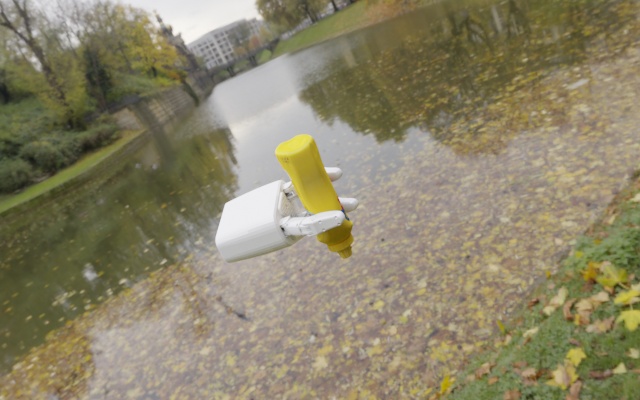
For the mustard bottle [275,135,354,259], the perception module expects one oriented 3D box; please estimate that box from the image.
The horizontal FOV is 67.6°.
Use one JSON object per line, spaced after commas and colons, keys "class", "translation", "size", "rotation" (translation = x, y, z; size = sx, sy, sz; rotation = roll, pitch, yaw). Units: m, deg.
{"class": "mustard bottle", "translation": [0.000, 0.002, 0.691], "size": [0.058, 0.192, 0.096], "rotation": [-27, 19, -5]}
